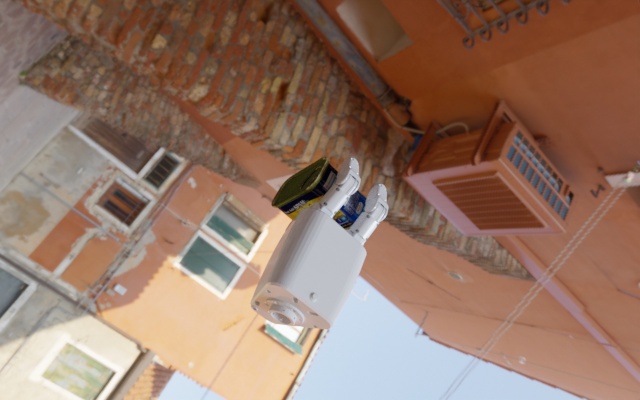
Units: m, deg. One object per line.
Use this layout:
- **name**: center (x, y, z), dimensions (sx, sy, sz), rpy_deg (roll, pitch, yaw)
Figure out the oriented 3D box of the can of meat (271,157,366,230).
- **can of meat**: center (0.000, 0.002, 0.626), dimensions (0.084, 0.057, 0.102), rpy_deg (42, -41, -20)
